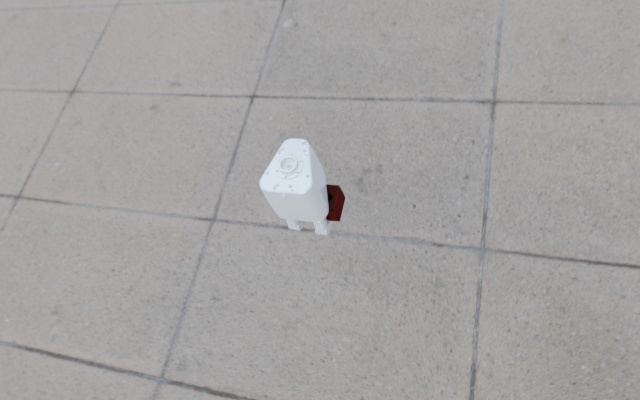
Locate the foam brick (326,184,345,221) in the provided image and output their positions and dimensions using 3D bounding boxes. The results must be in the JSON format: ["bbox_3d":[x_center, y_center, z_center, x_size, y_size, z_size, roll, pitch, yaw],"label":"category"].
[{"bbox_3d":[0.000,0.003,0.890,0.078,0.053,0.051,5,-25,17],"label":"foam brick"}]
